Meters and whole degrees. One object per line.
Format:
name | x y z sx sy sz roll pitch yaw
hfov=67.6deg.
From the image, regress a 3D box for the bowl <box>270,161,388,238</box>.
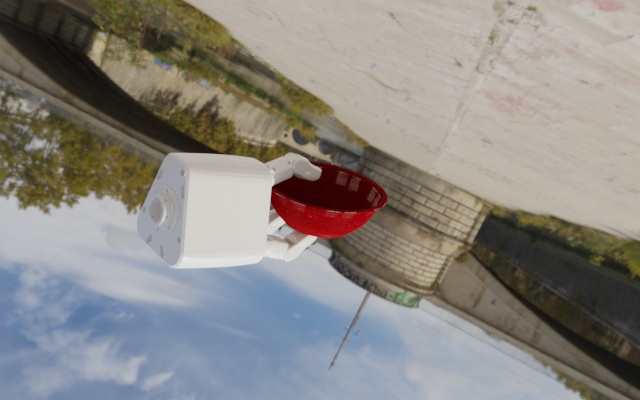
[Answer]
bowl | 0.001 0.002 0.608 0.162 0.055 0.162 10 23 -4
